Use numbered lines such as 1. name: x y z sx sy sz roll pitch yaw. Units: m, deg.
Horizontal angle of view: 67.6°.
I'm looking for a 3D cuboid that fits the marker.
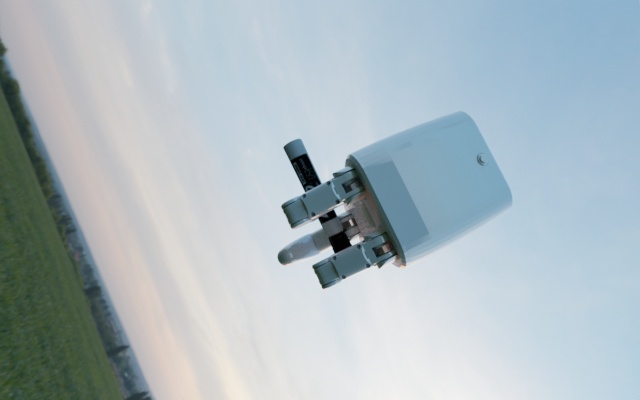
1. marker: 0.000 0.001 0.433 0.020 0.121 0.020 -26 -5 -2
